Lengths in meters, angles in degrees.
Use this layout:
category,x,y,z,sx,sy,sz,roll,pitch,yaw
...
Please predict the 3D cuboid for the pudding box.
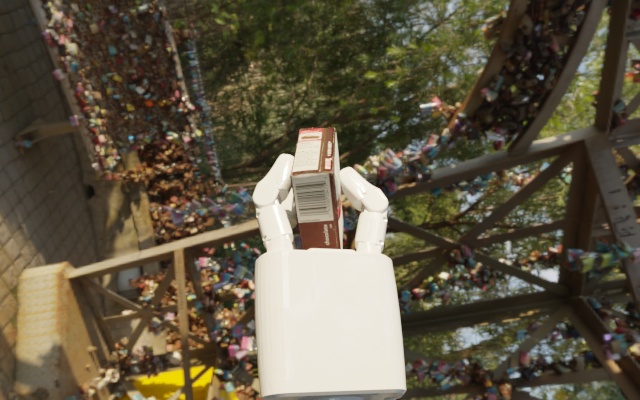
category,x,y,z,sx,sy,sz,roll,pitch,yaw
pudding box,0.000,0.001,0.442,0.039,0.114,0.090,-2,33,4
